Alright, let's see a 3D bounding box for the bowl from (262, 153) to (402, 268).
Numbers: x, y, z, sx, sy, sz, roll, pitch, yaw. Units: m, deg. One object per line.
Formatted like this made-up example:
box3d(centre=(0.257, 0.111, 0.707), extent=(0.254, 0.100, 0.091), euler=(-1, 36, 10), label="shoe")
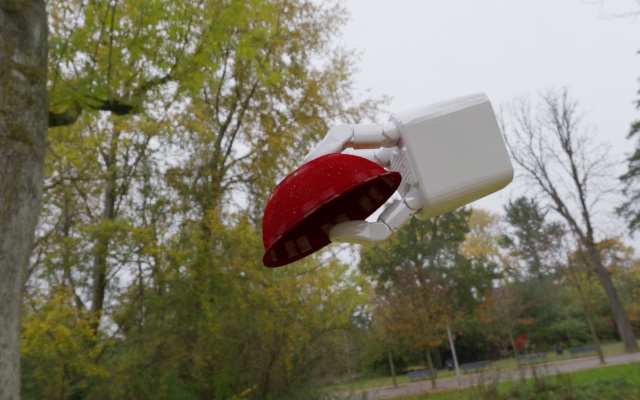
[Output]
box3d(centre=(-0.001, 0.002, 0.479), extent=(0.162, 0.055, 0.162), euler=(-31, -16, -10), label="bowl")
